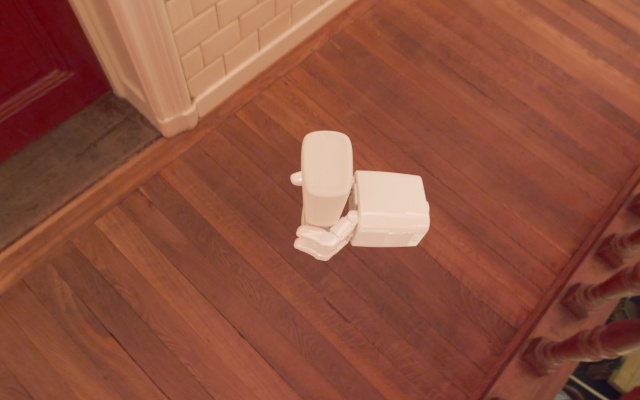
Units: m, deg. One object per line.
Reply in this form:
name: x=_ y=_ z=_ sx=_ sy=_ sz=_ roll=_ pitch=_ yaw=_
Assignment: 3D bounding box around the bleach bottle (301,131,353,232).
bleach bottle: x=0.000 y=0.002 z=0.732 sx=0.068 sy=0.102 sz=0.251 roll=1 pitch=-24 yaw=-4
